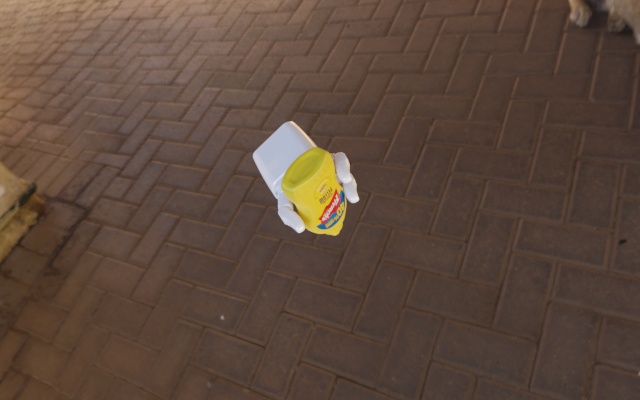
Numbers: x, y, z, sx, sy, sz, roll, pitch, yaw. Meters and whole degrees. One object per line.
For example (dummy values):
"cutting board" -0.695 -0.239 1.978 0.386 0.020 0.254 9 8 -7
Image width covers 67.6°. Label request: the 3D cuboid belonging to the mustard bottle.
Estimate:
"mustard bottle" 0.000 0.003 0.832 0.058 0.096 0.192 25 -25 33
